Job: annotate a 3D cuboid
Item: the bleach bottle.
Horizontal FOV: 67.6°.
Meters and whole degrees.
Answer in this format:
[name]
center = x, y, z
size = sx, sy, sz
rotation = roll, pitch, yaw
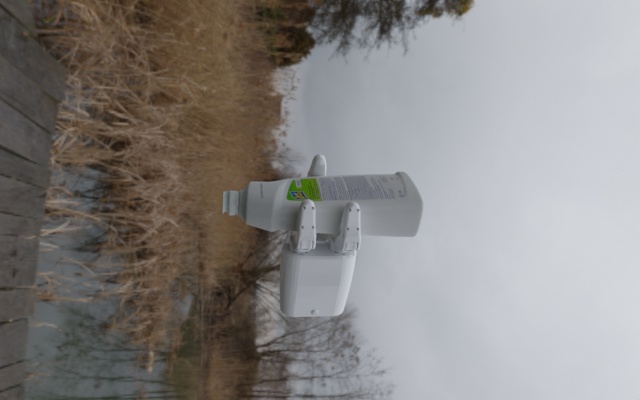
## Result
[bleach bottle]
center = 0.000, 0.002, 0.626
size = 0.251, 0.068, 0.102
rotation = 2, 29, -10
